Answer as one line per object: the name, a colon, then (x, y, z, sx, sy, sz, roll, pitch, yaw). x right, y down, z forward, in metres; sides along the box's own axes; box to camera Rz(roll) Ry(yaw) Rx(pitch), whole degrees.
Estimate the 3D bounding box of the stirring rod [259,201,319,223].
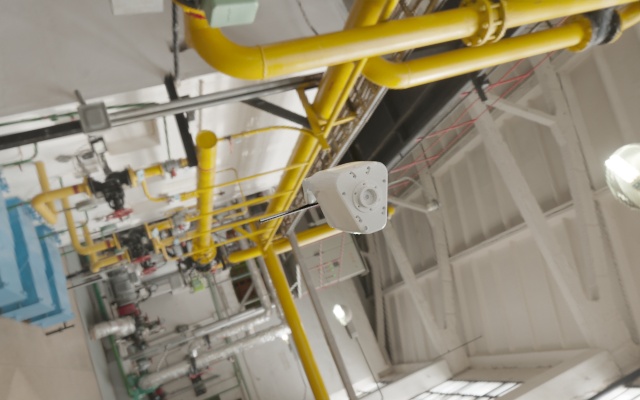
stirring rod: (0.000, 0.003, 0.891, 0.239, 0.011, 0.011, -18, 6, -19)
